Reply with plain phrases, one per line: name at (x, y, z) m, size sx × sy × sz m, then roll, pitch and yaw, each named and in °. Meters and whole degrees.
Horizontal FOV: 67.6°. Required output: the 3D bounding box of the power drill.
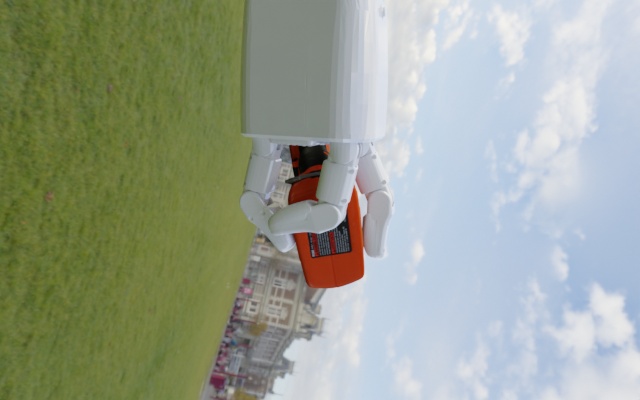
power drill at (0.000, 0.002, 0.476) m, size 0.057 × 0.184 × 0.187 m, roll -12°, pitch 28°, yaw -1°
